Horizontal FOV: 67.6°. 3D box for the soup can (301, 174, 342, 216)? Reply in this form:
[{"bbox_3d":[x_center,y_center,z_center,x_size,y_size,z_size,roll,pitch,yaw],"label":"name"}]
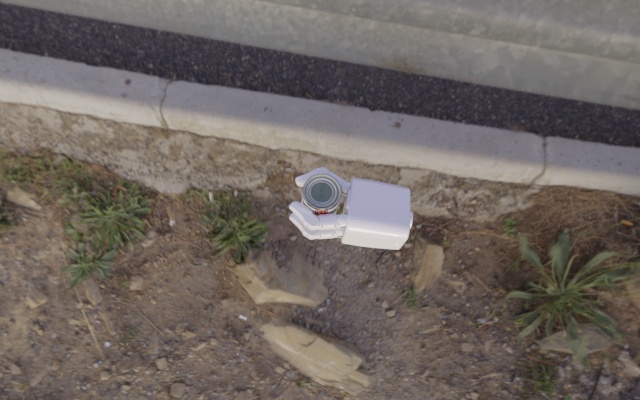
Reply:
[{"bbox_3d":[0.000,0.002,0.841,0.068,0.068,0.102,0,-20,-3],"label":"soup can"}]
